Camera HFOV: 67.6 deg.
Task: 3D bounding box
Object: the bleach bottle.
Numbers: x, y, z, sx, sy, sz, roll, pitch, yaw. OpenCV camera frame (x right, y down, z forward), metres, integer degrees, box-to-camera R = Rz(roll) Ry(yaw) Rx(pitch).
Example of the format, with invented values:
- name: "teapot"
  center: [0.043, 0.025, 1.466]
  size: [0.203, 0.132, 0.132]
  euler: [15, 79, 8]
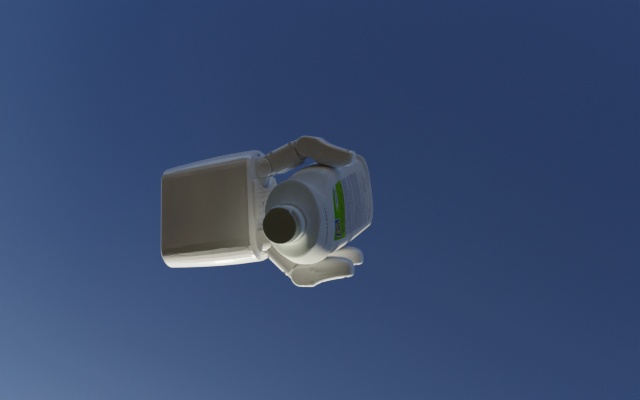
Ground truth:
- name: "bleach bottle"
  center: [0.000, 0.002, 0.486]
  size: [0.068, 0.102, 0.251]
  euler: [-8, 2, 16]
